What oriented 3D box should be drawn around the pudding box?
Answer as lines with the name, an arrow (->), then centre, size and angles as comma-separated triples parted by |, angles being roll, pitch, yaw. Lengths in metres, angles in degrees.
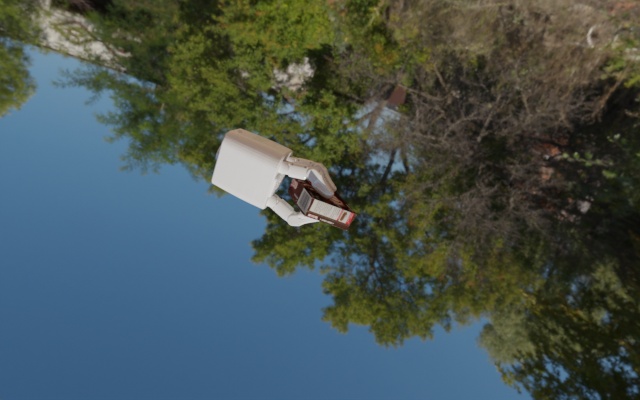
pudding box -> 0.000, 0.003, 0.834 | 0.090, 0.039, 0.113 | 19, 17, -26
